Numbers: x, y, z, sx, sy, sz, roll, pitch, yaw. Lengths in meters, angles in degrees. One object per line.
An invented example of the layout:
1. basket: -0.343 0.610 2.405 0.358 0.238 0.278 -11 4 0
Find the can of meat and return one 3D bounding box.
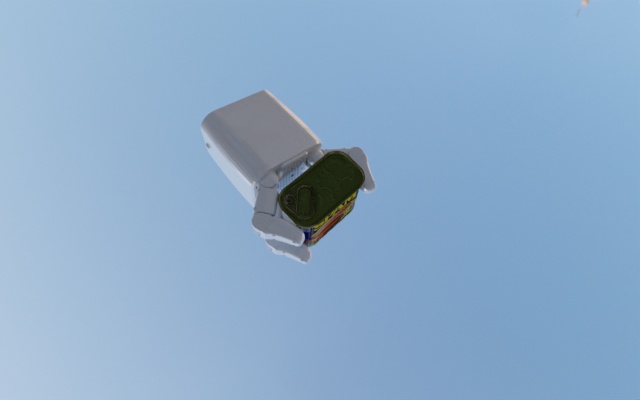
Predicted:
1. can of meat: 0.000 0.002 0.570 0.102 0.057 0.084 -40 -15 -17
